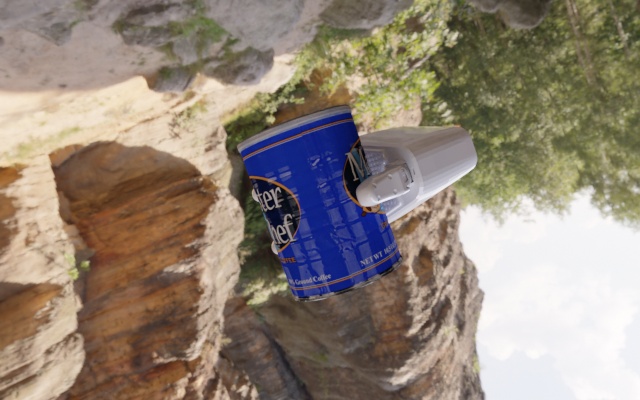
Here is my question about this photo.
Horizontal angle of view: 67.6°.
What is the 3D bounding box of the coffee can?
[{"bbox_3d":[0.000,0.001,0.415,0.103,0.140,0.103,-20,4,1],"label":"coffee can"}]
